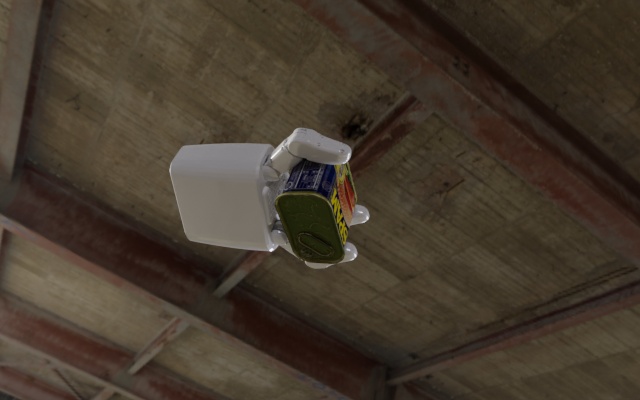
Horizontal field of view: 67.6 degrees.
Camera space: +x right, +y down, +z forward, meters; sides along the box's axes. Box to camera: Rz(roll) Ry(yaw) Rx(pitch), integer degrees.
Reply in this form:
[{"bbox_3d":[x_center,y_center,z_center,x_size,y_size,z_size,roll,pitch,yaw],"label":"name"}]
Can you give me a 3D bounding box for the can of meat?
[{"bbox_3d":[0.000,0.001,0.498,0.057,0.102,0.084,0,45,19],"label":"can of meat"}]
